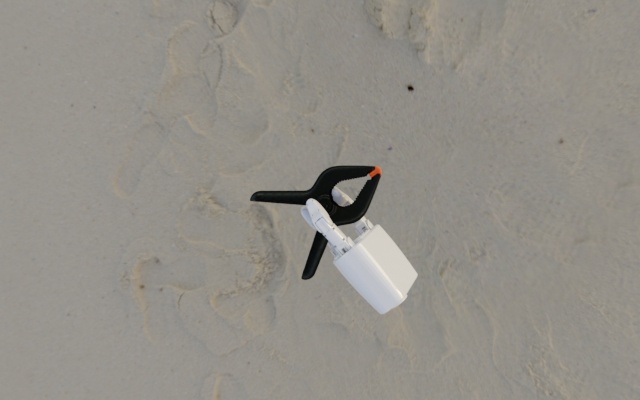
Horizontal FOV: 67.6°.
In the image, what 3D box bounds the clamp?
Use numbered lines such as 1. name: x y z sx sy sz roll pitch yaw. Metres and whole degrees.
1. clamp: 0.001 0.002 0.753 0.210 0.164 0.036 -41 -3 11
